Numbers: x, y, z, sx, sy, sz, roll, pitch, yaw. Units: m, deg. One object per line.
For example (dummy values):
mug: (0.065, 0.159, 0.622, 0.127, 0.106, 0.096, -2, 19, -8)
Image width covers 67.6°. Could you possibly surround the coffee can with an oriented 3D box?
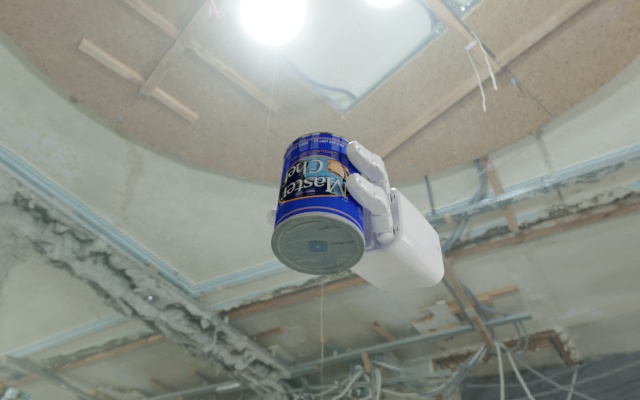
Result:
coffee can: (0.000, 0.002, 0.566, 0.103, 0.140, 0.103, 2, -44, 2)
